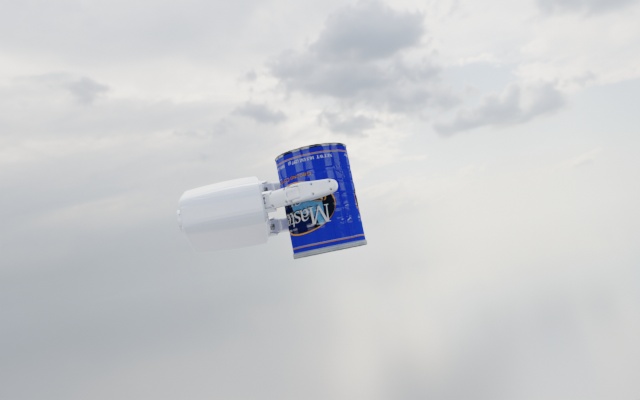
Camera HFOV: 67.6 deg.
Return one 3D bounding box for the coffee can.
[{"bbox_3d":[0.000,0.002,0.657,0.103,0.140,0.103,-11,-6,-1],"label":"coffee can"}]
